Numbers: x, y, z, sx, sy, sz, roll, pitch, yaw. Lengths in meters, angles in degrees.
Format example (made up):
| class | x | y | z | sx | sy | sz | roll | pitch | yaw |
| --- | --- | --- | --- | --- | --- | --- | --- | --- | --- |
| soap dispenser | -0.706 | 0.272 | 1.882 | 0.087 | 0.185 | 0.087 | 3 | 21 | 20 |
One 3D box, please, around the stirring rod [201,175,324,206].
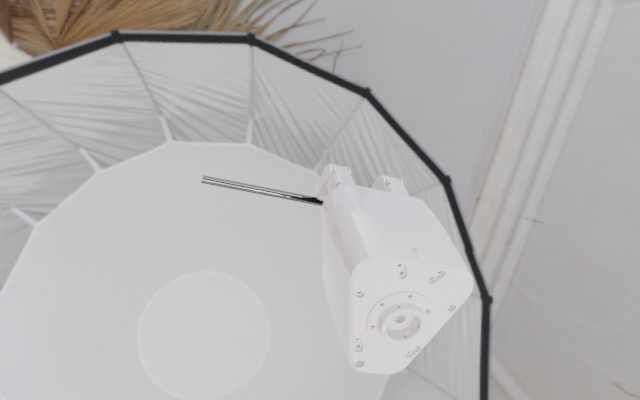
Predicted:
| class | x | y | z | sx | sy | sz | roll | pitch | yaw |
| --- | --- | --- | --- | --- | --- | --- | --- | --- | --- |
| stirring rod | 0.000 | 0.002 | 0.490 | 0.239 | 0.011 | 0.011 | 11 | -3 | -15 |
